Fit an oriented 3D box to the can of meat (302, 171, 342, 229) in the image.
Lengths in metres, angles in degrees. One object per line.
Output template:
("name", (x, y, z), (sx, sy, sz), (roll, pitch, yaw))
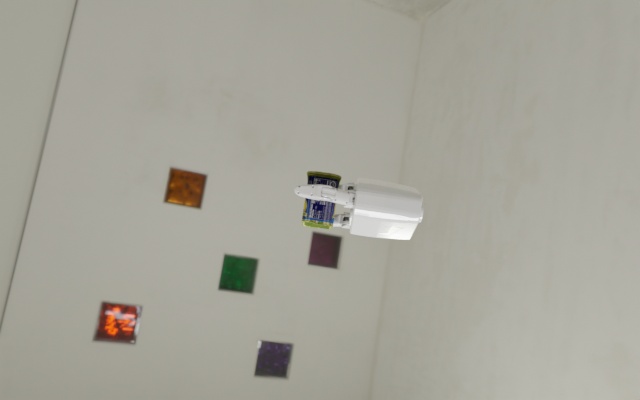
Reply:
("can of meat", (0.000, 0.003, 0.802), (0.057, 0.084, 0.102), (8, -7, 0))
